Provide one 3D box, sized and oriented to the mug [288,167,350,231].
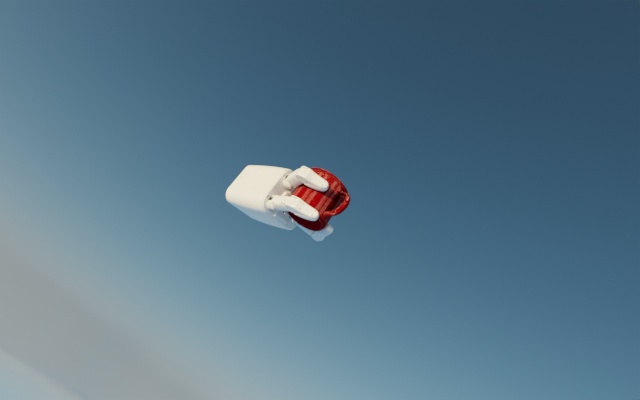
[{"bbox_3d":[0.001,0.003,0.858,0.117,0.081,0.093,11,-36,38],"label":"mug"}]
